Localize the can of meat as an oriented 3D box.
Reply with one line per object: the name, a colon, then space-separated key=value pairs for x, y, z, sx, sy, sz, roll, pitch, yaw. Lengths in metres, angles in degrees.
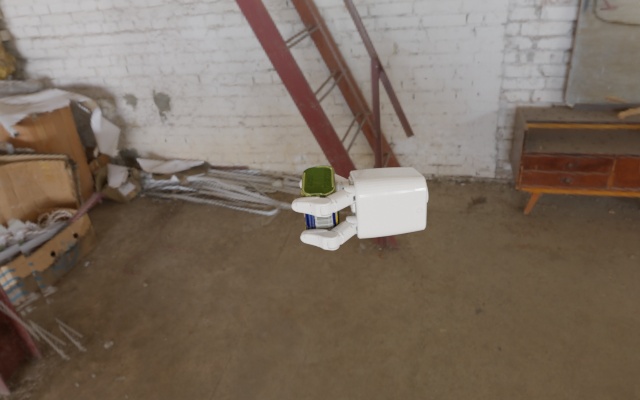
can of meat: x=0.000 y=0.002 z=0.760 sx=0.057 sy=0.084 sz=0.102 roll=-4 pitch=30 yaw=2
